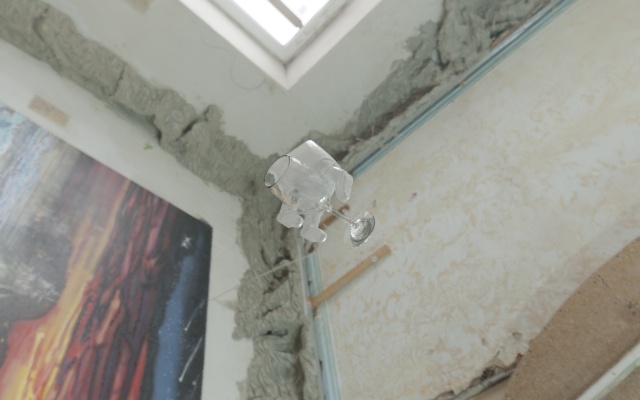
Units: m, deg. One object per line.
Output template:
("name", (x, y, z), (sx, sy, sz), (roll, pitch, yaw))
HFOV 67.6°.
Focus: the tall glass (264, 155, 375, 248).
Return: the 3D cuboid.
("tall glass", (0.001, 0.003, 0.807), (0.201, 0.079, 0.079), (36, -20, -31))
